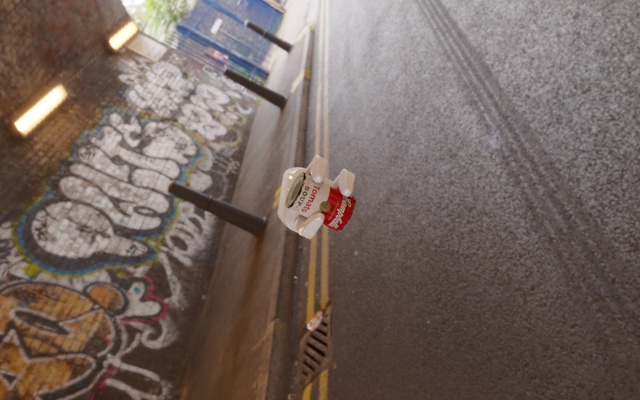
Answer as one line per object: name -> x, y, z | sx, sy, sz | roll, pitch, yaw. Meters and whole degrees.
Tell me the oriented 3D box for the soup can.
soup can -> 0.000, 0.003, 0.809 | 0.102, 0.068, 0.068 | 26, -8, -17
